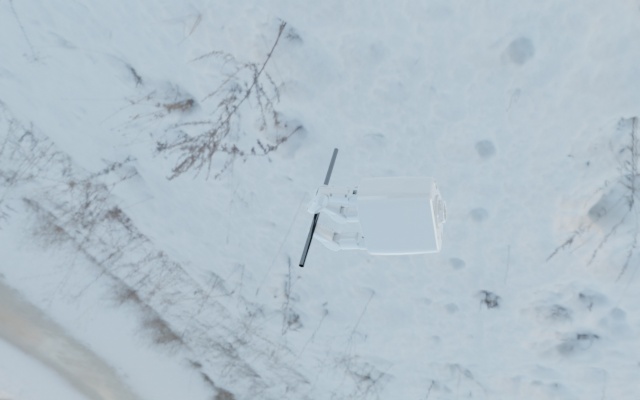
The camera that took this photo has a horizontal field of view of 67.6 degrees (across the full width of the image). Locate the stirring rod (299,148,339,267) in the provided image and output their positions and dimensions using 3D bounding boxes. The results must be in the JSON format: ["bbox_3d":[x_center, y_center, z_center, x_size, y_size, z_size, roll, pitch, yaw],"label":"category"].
[{"bbox_3d":[0.000,0.002,0.751,0.011,0.239,0.011,10,-39,8],"label":"stirring rod"}]
